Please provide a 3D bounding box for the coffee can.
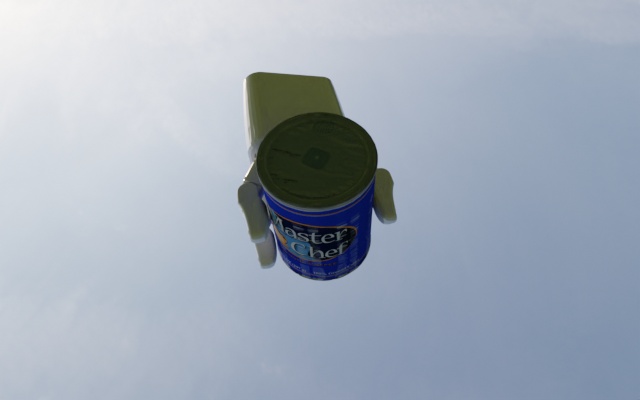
[{"bbox_3d":[0.000,0.002,0.457,0.103,0.102,0.140,0,-33,3],"label":"coffee can"}]
